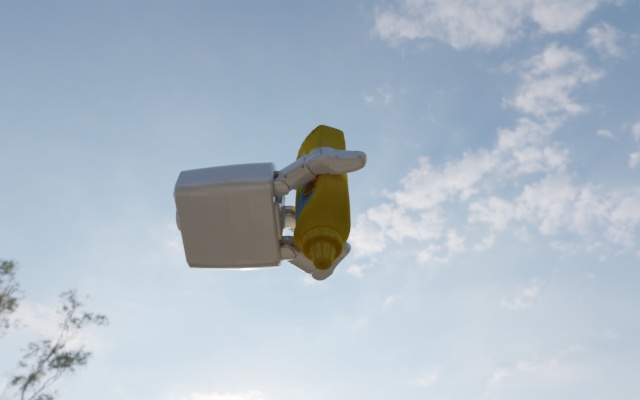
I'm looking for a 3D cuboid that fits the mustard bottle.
[{"bbox_3d":[0.000,0.002,0.534,0.058,0.096,0.191,16,37,-13],"label":"mustard bottle"}]
